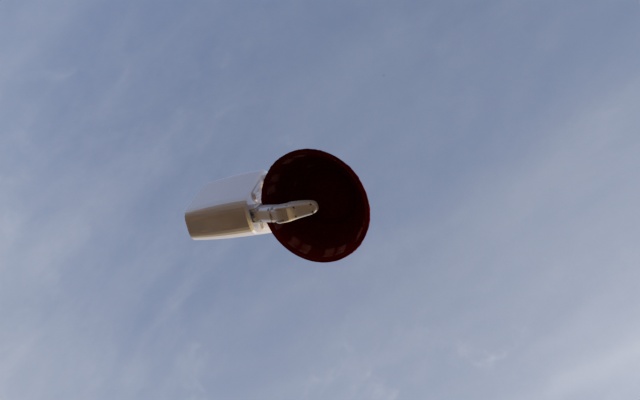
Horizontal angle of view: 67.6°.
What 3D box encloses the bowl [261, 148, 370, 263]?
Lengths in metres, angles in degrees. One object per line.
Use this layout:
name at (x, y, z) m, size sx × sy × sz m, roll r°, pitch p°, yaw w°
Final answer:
bowl at (0.002, 0.002, 0.665) m, size 0.162 × 0.162 × 0.055 m, roll 0°, pitch 17°, yaw 25°
